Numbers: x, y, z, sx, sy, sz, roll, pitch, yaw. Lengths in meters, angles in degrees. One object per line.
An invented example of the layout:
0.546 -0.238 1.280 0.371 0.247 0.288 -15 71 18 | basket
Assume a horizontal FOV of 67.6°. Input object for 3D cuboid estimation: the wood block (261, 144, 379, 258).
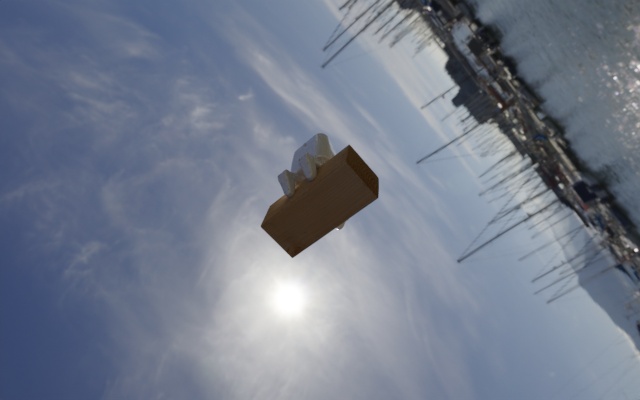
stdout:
0.000 0.003 0.888 0.206 0.091 0.090 -37 17 22 | wood block
